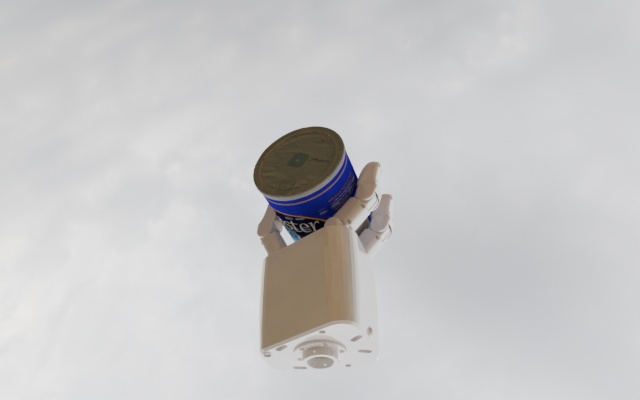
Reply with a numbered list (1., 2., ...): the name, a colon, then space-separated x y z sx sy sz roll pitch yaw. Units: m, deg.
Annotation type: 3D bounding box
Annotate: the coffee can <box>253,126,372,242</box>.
1. coffee can: 0.000 0.002 0.544 0.103 0.102 0.140 0 -40 27
